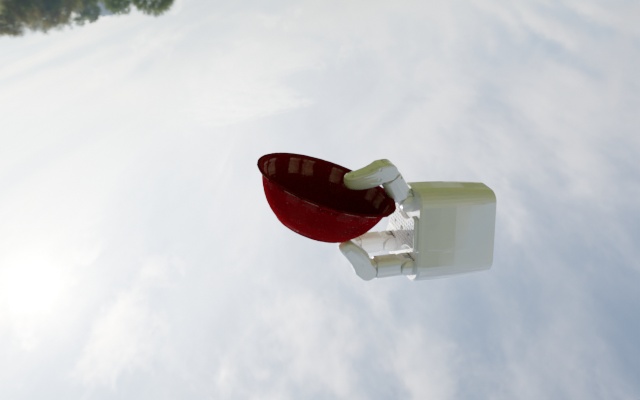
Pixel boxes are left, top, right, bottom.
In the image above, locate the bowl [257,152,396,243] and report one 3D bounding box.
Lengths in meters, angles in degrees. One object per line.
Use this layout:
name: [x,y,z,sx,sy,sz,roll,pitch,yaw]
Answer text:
bowl: [-0.001,0.002,0.538,0.162,0.055,0.162,17,20,-7]
